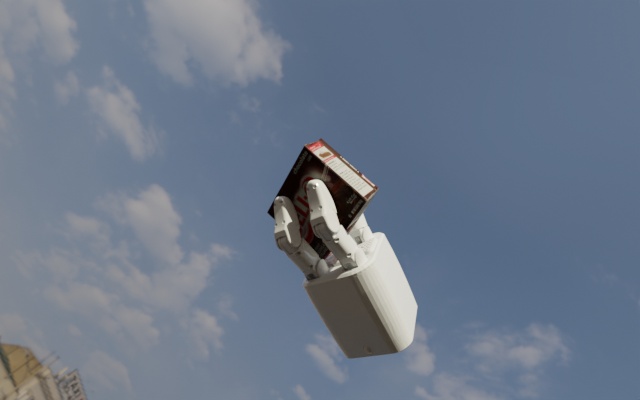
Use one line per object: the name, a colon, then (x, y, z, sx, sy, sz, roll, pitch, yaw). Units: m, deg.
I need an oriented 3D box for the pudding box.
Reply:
pudding box: (0.000, 0.002, 0.536, 0.090, 0.113, 0.039, 41, 37, 11)
